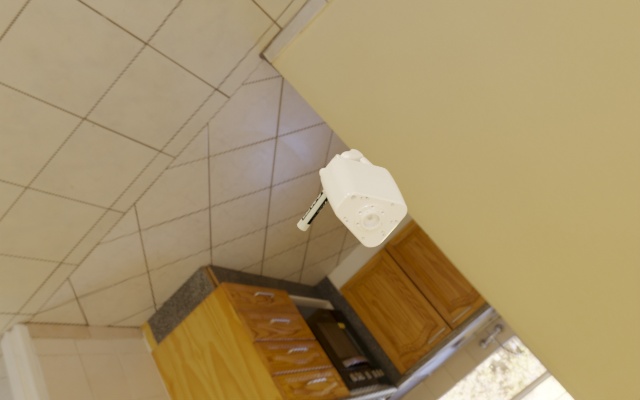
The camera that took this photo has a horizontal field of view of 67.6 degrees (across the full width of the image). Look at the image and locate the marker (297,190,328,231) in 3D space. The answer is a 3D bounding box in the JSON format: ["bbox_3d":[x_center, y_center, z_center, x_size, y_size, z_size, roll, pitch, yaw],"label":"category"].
[{"bbox_3d":[0.000,0.003,0.828,0.020,0.121,0.020,32,20,-13],"label":"marker"}]
